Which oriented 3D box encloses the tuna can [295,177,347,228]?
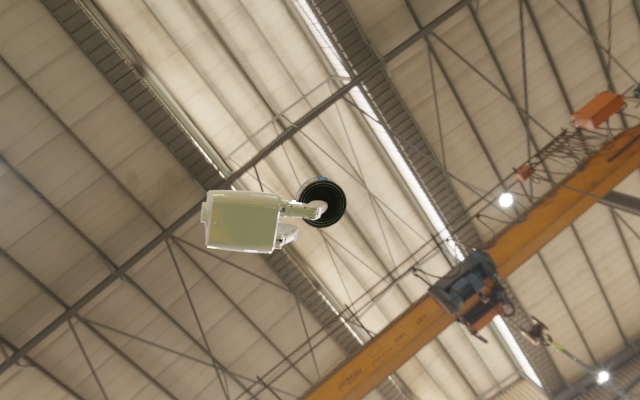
[{"bbox_3d":[0.000,0.003,0.829,0.086,0.086,0.033,0,16,-13],"label":"tuna can"}]
